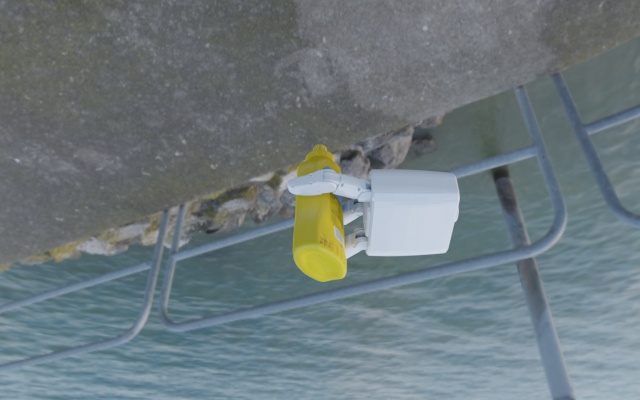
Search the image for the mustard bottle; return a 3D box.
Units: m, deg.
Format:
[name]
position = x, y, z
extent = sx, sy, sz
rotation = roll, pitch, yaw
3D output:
[mustard bottle]
position = 0.000, 0.002, 0.630
extent = 0.058, 0.191, 0.096
rotation = -14, -38, 19
